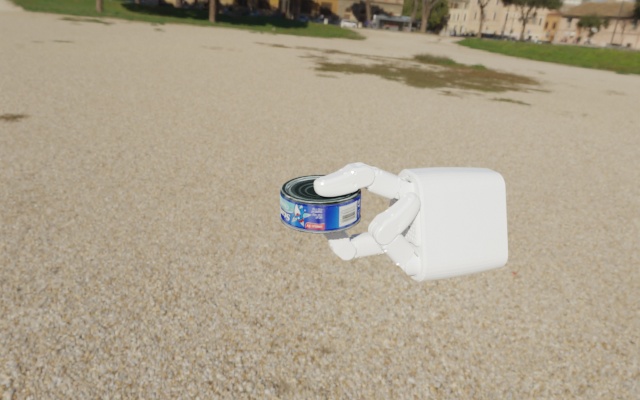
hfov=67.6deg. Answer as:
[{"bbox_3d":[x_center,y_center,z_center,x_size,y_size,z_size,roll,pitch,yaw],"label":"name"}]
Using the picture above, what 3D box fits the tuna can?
[{"bbox_3d":[0.000,0.001,0.499,0.086,0.034,0.086,0,22,0],"label":"tuna can"}]
